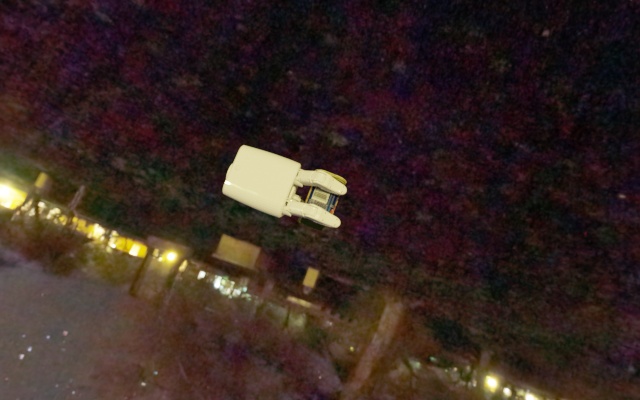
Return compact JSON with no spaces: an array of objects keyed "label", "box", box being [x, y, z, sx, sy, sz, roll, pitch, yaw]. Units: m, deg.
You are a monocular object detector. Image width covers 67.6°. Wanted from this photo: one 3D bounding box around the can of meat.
[{"label":"can of meat","box":[0.000,0.003,0.837,0.057,0.084,0.102,21,-13,-1]}]
